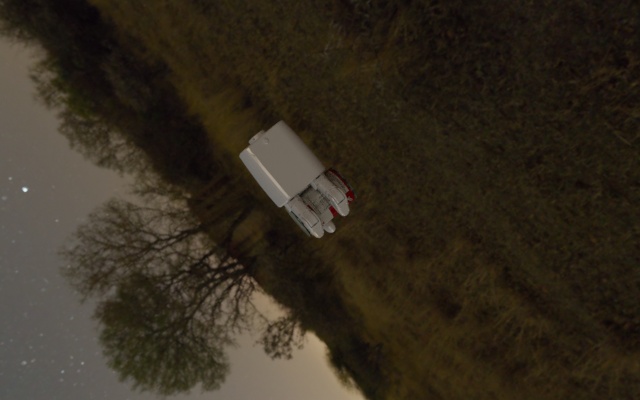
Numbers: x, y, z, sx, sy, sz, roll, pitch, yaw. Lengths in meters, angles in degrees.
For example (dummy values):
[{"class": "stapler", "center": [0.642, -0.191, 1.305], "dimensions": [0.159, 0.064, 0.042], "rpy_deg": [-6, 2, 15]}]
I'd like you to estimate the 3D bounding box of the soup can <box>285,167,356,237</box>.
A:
[{"class": "soup can", "center": [0.000, 0.003, 0.796], "dimensions": [0.102, 0.068, 0.068], "rpy_deg": [-41, 7, -9]}]
